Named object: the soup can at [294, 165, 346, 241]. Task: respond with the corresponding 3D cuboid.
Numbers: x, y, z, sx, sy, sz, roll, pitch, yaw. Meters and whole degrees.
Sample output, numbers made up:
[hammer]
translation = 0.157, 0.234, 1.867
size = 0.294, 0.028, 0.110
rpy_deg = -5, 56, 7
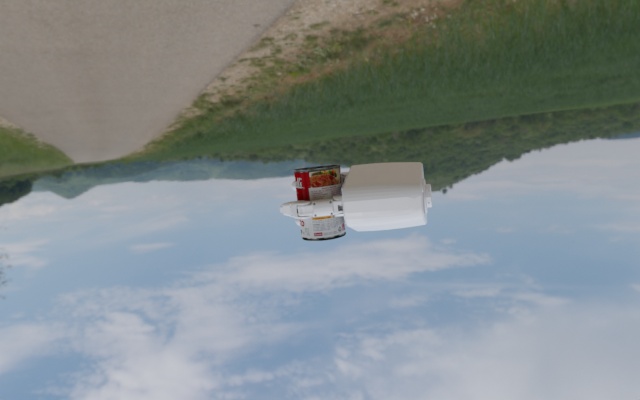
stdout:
[soup can]
translation = 0.000, 0.003, 0.694
size = 0.068, 0.102, 0.068
rpy_deg = -6, 7, 1
